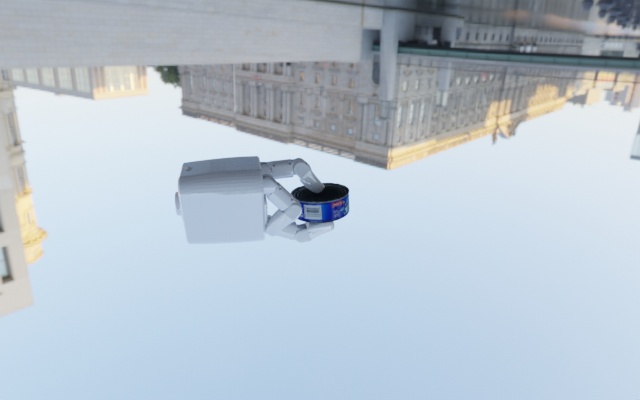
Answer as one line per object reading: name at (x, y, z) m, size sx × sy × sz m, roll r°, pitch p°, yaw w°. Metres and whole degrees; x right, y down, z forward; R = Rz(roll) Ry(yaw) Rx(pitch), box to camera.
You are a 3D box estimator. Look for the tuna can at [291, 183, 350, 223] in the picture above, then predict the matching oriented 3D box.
tuna can at (0.000, 0.003, 0.700) m, size 0.086 × 0.034 × 0.086 m, roll -3°, pitch 20°, yaw 1°
